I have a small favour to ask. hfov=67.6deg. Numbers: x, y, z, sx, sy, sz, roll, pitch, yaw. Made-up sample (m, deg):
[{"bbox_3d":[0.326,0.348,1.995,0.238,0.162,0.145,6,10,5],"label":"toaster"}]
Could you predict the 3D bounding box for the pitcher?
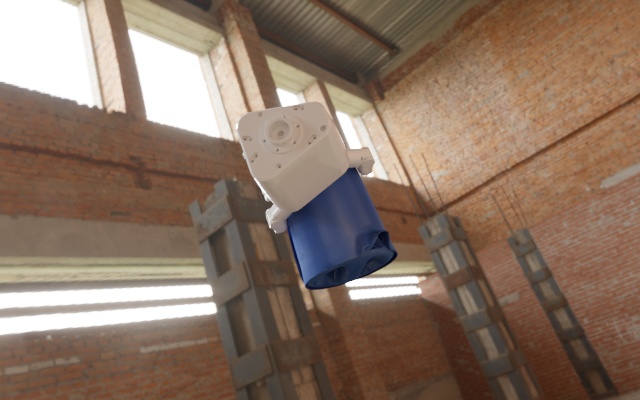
[{"bbox_3d":[0.000,0.002,0.695,0.149,0.242,0.145,-22,-22,5],"label":"pitcher"}]
